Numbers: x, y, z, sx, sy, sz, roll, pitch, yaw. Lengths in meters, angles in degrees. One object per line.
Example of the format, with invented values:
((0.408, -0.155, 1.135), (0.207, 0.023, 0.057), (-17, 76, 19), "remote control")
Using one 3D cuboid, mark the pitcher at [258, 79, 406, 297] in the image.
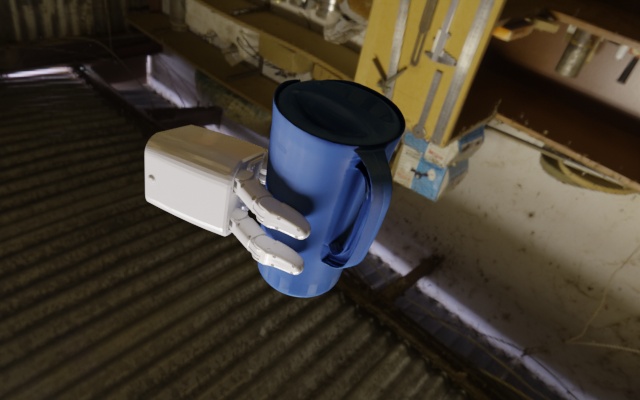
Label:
((0.000, 0.002, 0.531), (0.145, 0.243, 0.149), (21, 39, 8), "pitcher")
